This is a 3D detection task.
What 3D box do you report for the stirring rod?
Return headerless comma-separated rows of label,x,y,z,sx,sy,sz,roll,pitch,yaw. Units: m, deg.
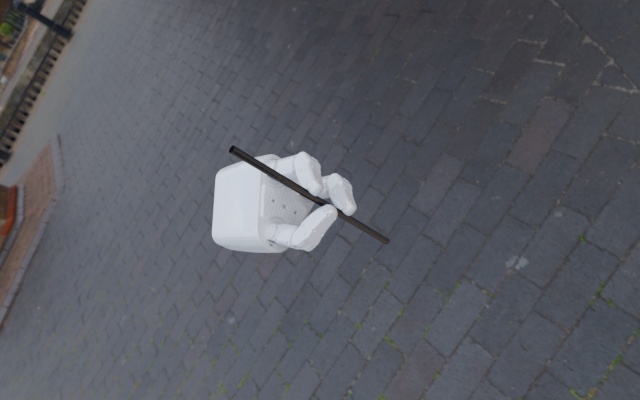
stirring rod,0.000,0.002,0.512,0.240,0.011,0.011,31,-20,-38
